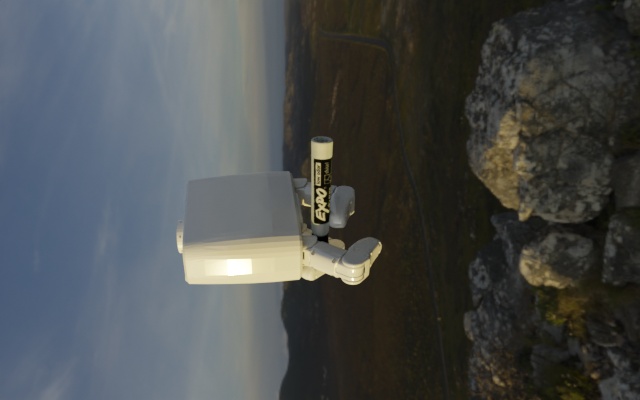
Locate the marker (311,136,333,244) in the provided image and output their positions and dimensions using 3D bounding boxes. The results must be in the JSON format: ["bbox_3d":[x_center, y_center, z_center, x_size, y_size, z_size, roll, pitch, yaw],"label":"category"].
[{"bbox_3d":[0.000,0.001,0.438,0.020,0.121,0.020,1,27,-1],"label":"marker"}]
